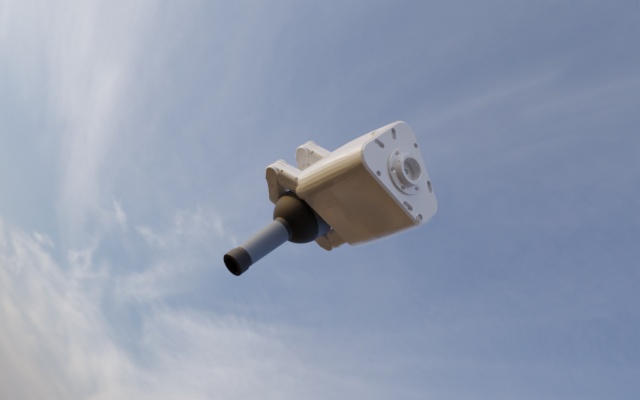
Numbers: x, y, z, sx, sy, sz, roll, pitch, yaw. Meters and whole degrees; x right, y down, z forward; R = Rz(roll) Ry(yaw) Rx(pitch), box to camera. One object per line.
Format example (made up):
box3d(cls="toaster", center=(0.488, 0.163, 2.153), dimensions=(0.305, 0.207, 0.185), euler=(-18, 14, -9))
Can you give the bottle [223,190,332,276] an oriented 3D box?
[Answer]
box3d(cls="bottle", center=(0.000, 0.002, 0.591), dimensions=(0.069, 0.069, 0.295), euler=(0, 27, 45))
